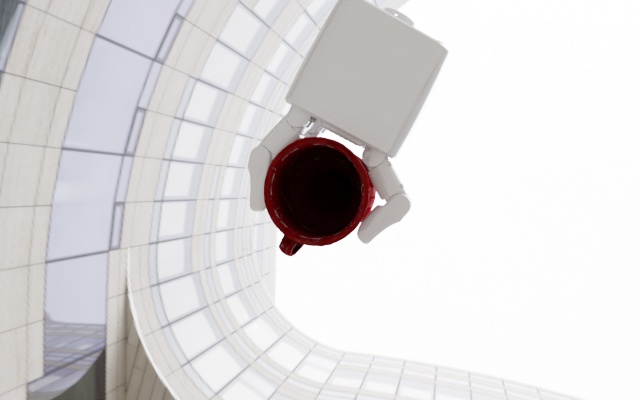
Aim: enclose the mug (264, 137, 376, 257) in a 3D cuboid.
[{"bbox_3d":[-0.001,0.003,0.442,0.093,0.117,0.081,31,10,12],"label":"mug"}]
